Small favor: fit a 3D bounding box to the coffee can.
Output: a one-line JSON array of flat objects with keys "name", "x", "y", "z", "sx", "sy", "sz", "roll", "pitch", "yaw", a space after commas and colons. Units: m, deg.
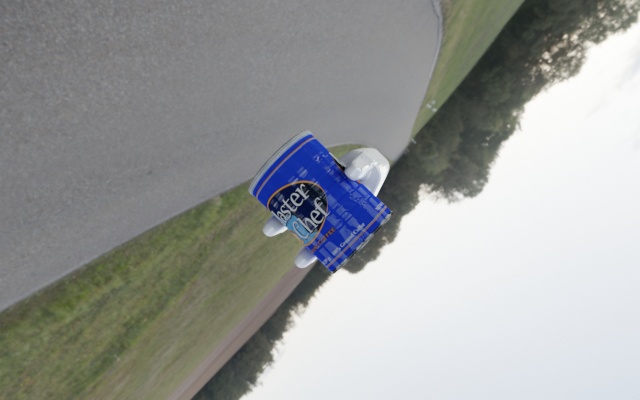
[{"name": "coffee can", "x": 0.000, "y": 0.002, "z": 0.565, "sx": 0.140, "sy": 0.103, "sz": 0.103, "roll": 44, "pitch": 4, "yaw": 4}]
